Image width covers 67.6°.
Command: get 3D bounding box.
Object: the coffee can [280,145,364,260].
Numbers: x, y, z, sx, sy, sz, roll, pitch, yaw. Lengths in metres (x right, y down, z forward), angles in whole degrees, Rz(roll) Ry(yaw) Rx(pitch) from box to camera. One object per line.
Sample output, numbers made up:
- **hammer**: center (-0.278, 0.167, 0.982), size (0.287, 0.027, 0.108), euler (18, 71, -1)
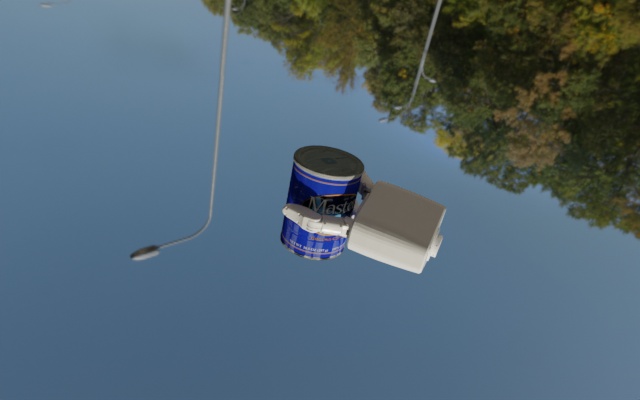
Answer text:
- **coffee can**: center (0.000, 0.002, 0.712), size (0.103, 0.140, 0.102), euler (9, 28, -5)
